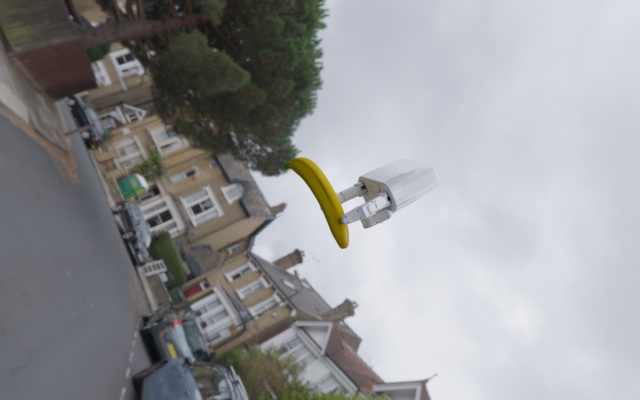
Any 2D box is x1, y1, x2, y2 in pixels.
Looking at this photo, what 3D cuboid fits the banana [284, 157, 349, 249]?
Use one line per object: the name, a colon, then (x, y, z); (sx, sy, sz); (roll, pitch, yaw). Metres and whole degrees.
banana: (0.002, -0.008, 0.840); (0.037, 0.197, 0.070); (-26, -19, -22)
